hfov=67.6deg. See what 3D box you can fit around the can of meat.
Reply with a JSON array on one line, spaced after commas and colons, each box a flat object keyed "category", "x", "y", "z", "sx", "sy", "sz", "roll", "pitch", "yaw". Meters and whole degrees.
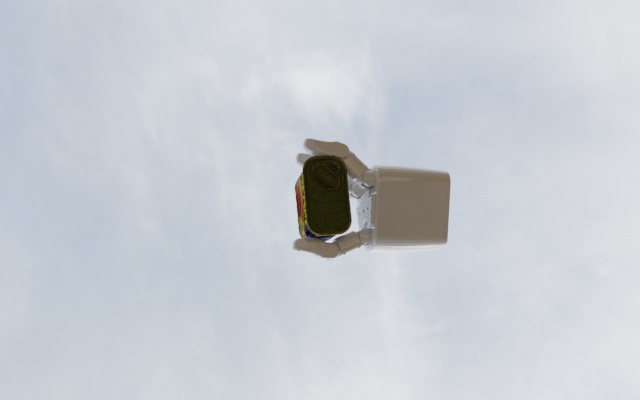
[{"category": "can of meat", "x": 0.000, "y": 0.002, "z": 0.631, "sx": 0.057, "sy": 0.102, "sz": 0.084, "roll": -2, "pitch": -13, "yaw": -13}]
